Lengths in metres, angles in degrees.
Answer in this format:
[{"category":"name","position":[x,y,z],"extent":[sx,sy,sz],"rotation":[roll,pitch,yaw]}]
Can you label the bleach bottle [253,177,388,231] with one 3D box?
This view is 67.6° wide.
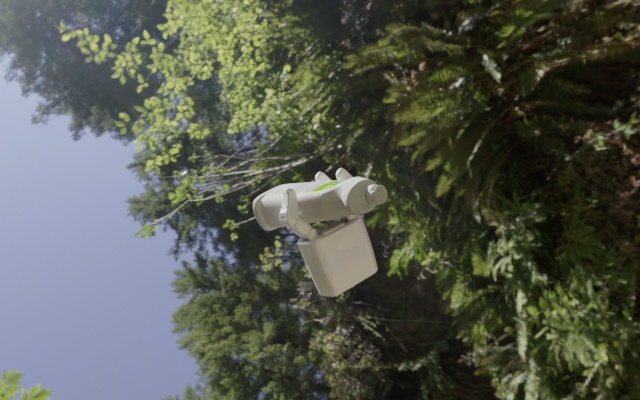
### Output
[{"category":"bleach bottle","position":[0.000,0.002,0.786],"extent":[0.102,0.068,0.251],"rotation":[-32,17,-39]}]
